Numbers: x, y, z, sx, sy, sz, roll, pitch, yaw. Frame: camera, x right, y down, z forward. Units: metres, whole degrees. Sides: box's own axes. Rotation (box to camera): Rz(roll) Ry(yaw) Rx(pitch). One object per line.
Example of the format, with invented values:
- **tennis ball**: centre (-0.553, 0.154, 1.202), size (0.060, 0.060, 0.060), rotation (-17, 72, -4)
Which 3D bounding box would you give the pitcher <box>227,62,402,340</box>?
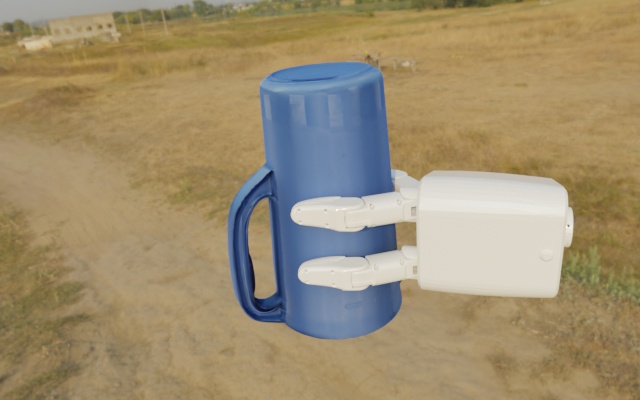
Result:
- **pitcher**: centre (0.000, 0.001, 0.454), size (0.145, 0.243, 0.149), rotation (4, 25, 21)
